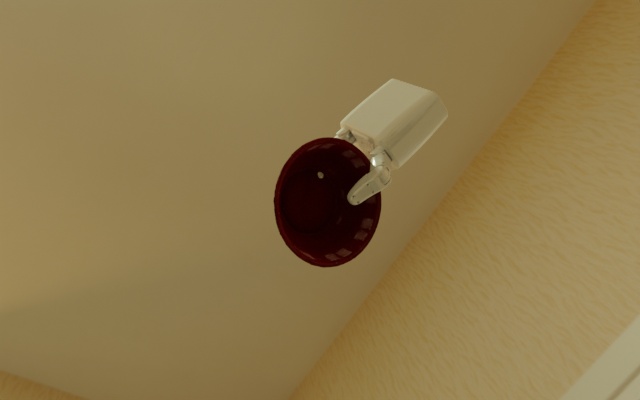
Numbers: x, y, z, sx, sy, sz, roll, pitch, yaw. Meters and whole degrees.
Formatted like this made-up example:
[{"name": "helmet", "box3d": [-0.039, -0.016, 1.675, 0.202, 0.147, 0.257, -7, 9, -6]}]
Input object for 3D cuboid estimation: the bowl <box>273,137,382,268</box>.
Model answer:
[{"name": "bowl", "box3d": [-0.001, 0.003, 0.611, 0.162, 0.162, 0.055, 0, 1, -34]}]
